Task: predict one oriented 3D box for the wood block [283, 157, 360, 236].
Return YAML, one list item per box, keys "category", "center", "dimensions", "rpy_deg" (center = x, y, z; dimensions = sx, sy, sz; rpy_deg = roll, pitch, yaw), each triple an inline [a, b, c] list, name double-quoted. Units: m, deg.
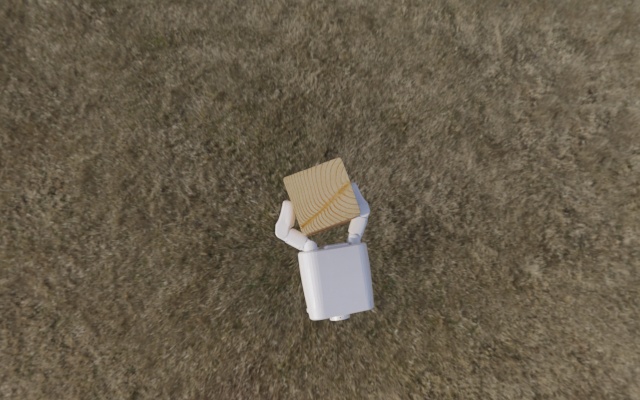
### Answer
- category: "wood block"
  center: [0.001, 0.003, 0.780]
  dimensions: [0.091, 0.090, 0.206]
  rpy_deg: [-20, -4, -3]
